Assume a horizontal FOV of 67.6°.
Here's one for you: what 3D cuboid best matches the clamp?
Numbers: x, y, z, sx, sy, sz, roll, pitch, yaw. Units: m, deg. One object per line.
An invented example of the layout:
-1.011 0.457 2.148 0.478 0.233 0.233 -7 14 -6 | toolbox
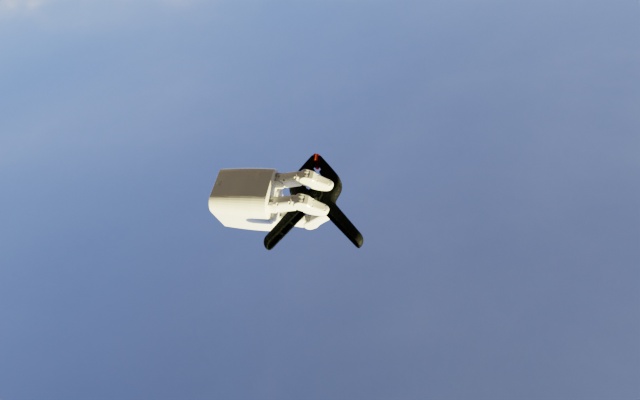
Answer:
0.000 0.003 0.840 0.164 0.209 0.036 4 -38 8 | clamp
